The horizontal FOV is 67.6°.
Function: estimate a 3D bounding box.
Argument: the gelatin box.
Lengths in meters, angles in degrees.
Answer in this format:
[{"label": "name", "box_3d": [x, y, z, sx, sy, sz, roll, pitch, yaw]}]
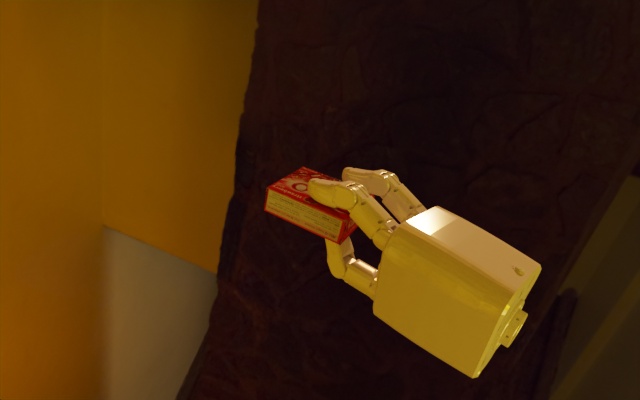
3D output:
[{"label": "gelatin box", "box_3d": [0.000, 0.002, 0.480, 0.089, 0.030, 0.073, 23, 29, 19]}]
